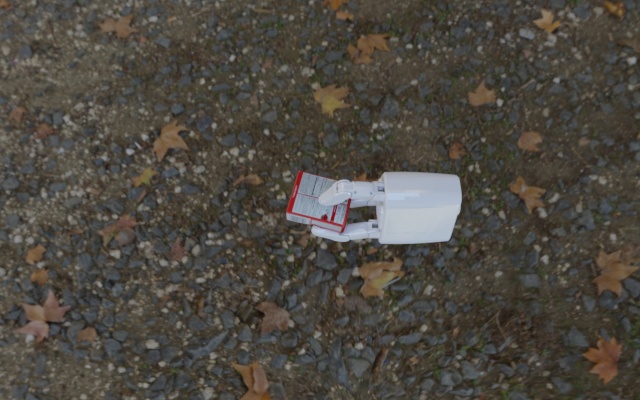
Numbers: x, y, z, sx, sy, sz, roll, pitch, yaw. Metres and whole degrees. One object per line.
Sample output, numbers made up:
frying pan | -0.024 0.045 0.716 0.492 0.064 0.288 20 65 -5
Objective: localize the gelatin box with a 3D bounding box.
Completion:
gelatin box | 0.000 0.002 0.712 0.089 0.073 0.030 14 -26 2
